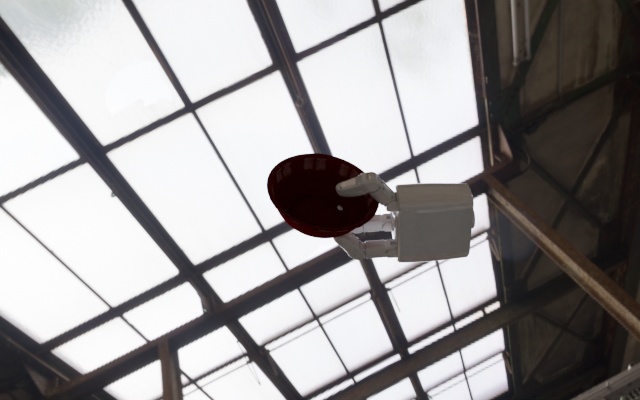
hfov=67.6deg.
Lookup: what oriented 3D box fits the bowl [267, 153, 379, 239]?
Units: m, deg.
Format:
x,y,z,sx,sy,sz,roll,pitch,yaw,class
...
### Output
x,y,z,sx,sy,sz,roll,pitch,yaw,class
-0.001,0.002,0.690,0.162,0.055,0.162,8,43,-7,bowl
